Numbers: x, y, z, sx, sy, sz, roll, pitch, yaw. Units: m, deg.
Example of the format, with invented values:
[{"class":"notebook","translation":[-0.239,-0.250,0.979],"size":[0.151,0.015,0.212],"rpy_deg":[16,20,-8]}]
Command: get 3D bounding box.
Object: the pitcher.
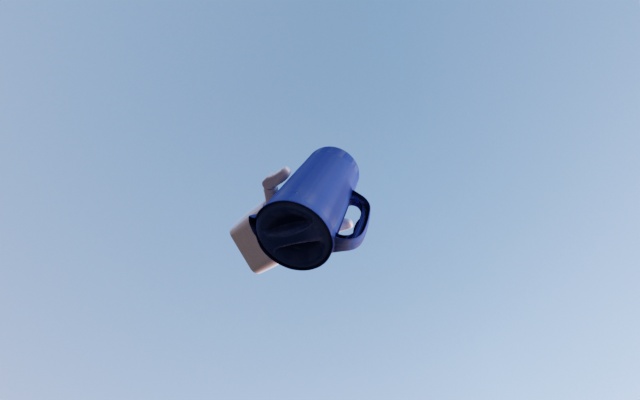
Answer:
[{"class":"pitcher","translation":[0.000,0.003,0.837],"size":[0.145,0.149,0.242],"rpy_deg":[-34,14,34]}]
